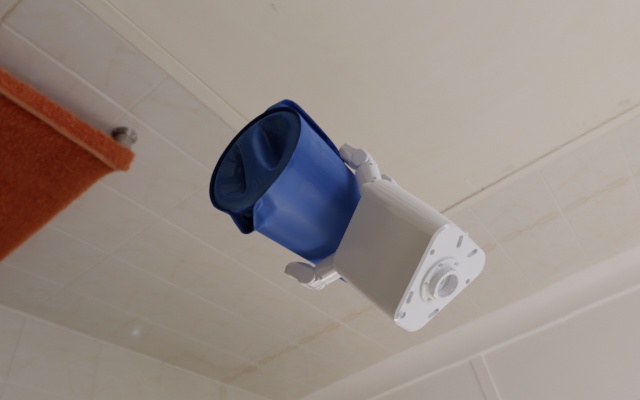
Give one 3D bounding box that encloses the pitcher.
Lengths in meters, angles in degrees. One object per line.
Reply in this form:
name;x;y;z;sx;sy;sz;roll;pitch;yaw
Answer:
pitcher;0.000;0.002;0.578;0.243;0.149;0.145;39;0;-38
